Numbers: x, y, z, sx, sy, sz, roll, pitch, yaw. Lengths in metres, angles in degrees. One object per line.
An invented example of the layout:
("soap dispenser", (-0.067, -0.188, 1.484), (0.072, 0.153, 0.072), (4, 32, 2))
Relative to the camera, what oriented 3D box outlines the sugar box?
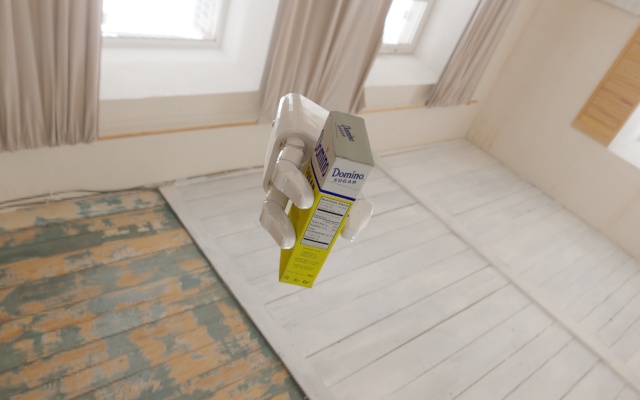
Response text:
("sugar box", (0.000, 0.002, 0.511), (0.048, 0.176, 0.093), (12, 36, -12))
